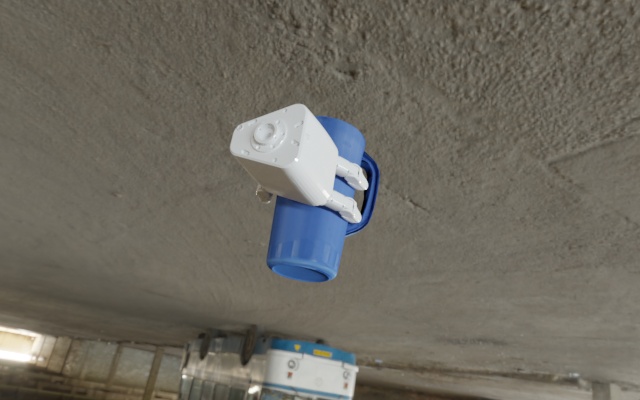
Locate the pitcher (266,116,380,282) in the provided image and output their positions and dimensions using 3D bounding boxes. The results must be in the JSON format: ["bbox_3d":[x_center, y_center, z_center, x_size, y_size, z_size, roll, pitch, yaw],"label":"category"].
[{"bbox_3d":[0.000,0.002,0.758,0.149,0.242,0.145,1,-24,21],"label":"pitcher"}]
